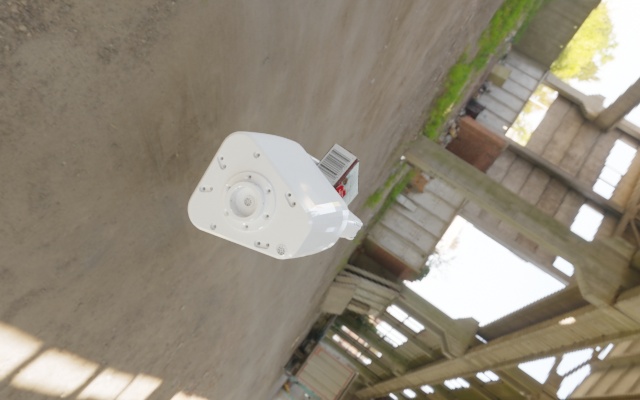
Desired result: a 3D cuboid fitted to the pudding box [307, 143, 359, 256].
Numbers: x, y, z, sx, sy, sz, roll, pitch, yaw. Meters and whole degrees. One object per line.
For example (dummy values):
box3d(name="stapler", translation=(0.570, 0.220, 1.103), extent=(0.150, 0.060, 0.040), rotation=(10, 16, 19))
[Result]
box3d(name="pudding box", translation=(0.000, 0.002, 0.561), extent=(0.039, 0.113, 0.090), rotation=(36, -17, 17))
